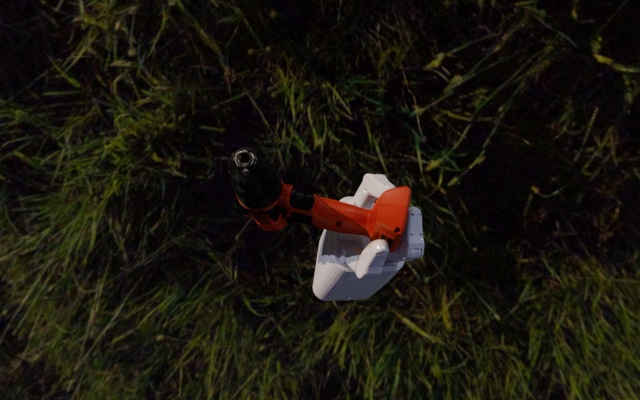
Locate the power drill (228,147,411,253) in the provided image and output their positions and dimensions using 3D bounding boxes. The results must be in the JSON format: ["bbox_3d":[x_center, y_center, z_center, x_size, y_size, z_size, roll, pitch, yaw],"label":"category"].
[{"bbox_3d":[0.001,0.002,0.525,0.187,0.057,0.184,12,-16,7],"label":"power drill"}]
